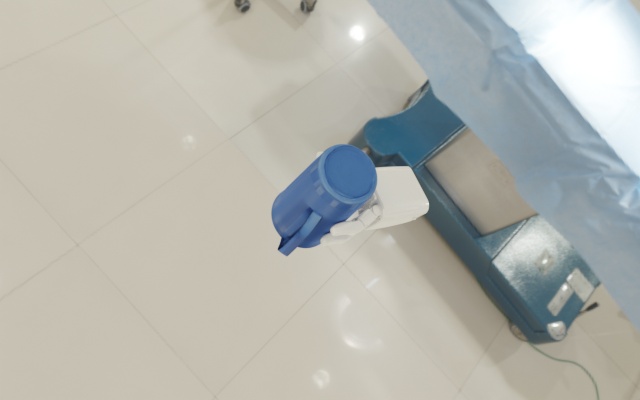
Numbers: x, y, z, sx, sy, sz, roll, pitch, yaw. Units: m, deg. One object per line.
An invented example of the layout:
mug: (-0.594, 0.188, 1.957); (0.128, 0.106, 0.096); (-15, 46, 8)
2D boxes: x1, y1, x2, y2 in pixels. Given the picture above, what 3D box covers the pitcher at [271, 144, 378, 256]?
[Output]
pitcher: (0.000, 0.003, 0.873); (0.145, 0.149, 0.243); (-7, -17, -24)
